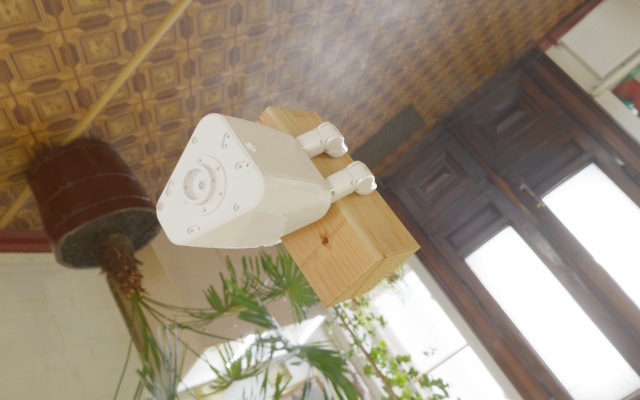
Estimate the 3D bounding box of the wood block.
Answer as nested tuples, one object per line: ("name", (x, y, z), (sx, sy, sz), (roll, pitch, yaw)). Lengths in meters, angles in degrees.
("wood block", (0.000, 0.002, 0.533), (0.090, 0.206, 0.091), (-6, -35, -52))
